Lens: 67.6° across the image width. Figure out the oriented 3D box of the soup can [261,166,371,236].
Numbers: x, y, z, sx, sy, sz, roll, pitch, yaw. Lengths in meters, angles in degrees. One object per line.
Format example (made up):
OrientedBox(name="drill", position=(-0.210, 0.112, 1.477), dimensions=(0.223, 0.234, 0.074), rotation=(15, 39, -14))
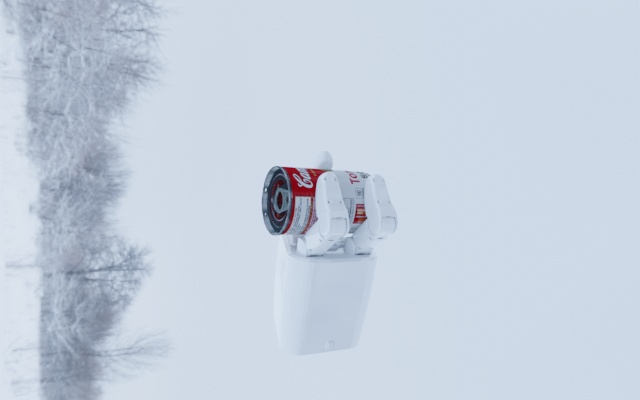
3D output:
OrientedBox(name="soup can", position=(0.000, 0.001, 0.484), dimensions=(0.102, 0.068, 0.068), rotation=(2, -1, -28))
